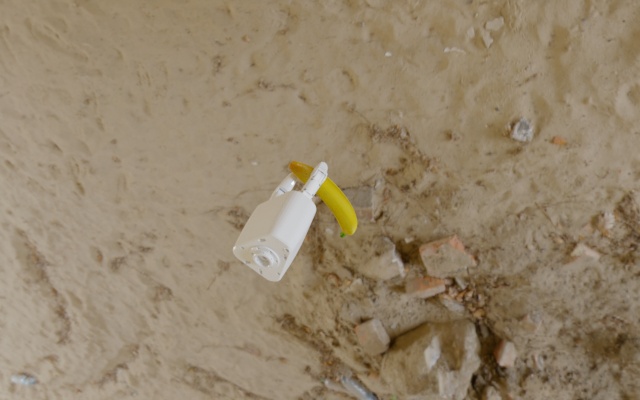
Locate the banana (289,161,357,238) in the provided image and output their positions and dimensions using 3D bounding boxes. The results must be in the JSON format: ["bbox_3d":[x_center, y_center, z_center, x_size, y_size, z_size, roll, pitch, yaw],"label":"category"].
[{"bbox_3d":[0.017,0.002,0.878,0.069,0.198,0.037,-14,34,34],"label":"banana"}]
